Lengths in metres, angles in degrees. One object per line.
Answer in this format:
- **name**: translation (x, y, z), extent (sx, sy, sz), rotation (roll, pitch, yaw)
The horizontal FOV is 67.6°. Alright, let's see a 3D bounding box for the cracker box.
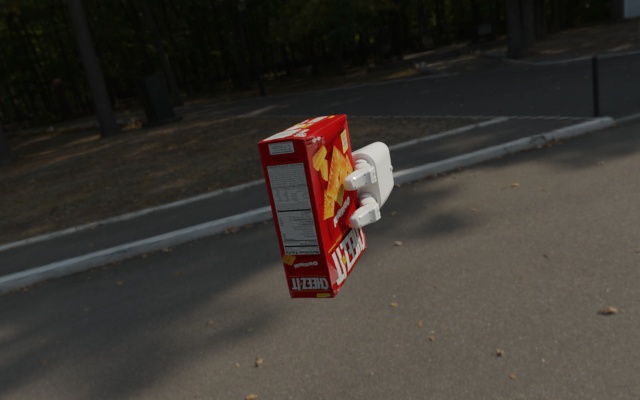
- **cracker box**: translation (0.000, 0.002, 0.658), extent (0.072, 0.214, 0.164), rotation (-4, 17, 23)
